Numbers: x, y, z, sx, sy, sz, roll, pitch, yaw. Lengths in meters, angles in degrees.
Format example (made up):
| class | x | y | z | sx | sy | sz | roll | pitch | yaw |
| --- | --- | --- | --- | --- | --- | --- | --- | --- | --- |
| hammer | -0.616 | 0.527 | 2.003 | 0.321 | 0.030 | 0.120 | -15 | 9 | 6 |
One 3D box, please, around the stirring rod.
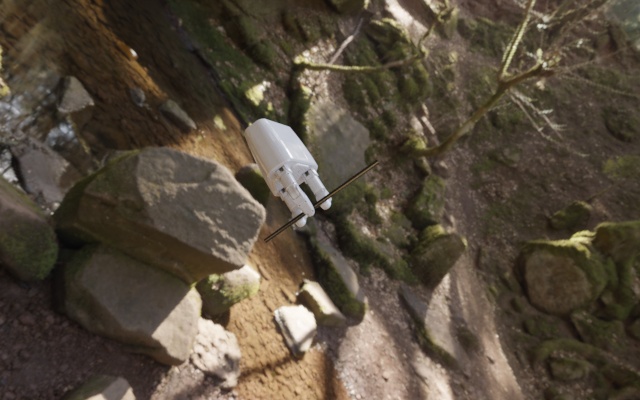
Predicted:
| class | x | y | z | sx | sy | sz | roll | pitch | yaw |
| --- | --- | --- | --- | --- | --- | --- | --- | --- | --- |
| stirring rod | 0.000 | 0.003 | 0.825 | 0.239 | 0.011 | 0.011 | -35 | -5 | 7 |
